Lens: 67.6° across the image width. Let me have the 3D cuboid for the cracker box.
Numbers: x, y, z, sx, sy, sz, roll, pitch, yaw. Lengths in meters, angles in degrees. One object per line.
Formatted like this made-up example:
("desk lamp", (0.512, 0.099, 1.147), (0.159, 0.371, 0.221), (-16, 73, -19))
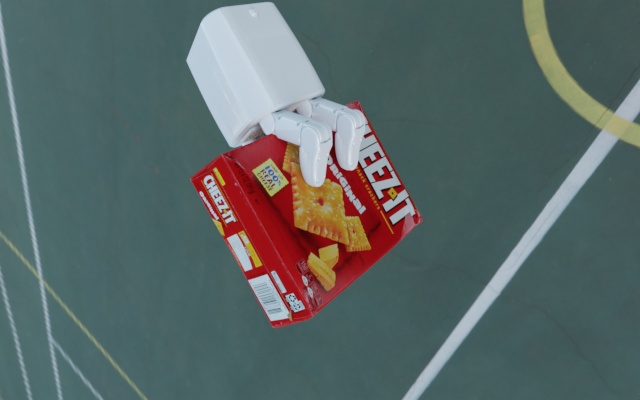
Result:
("cracker box", (0.000, 0.002, 0.497), (0.072, 0.164, 0.213), (-26, 4, 45))
